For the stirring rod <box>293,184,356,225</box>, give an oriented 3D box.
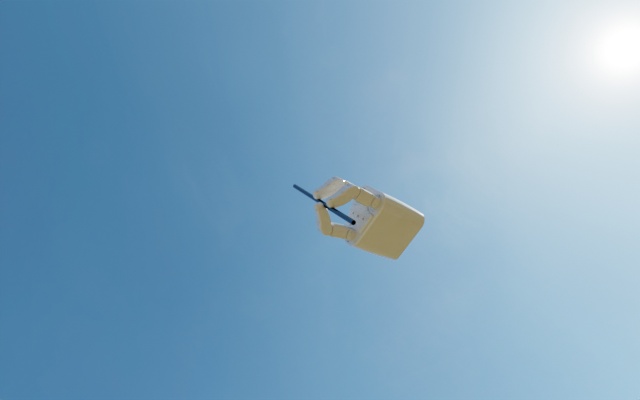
[{"bbox_3d":[0.000,0.003,0.827,0.011,0.011,0.239,0,15,-26],"label":"stirring rod"}]
